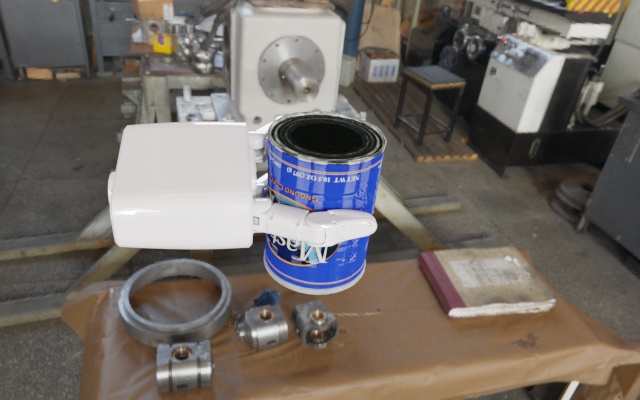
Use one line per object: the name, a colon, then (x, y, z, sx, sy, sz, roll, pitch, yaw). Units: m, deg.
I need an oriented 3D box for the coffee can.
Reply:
coffee can: (0.000, 0.002, 0.446, 0.103, 0.140, 0.102, 4, 32, -3)
